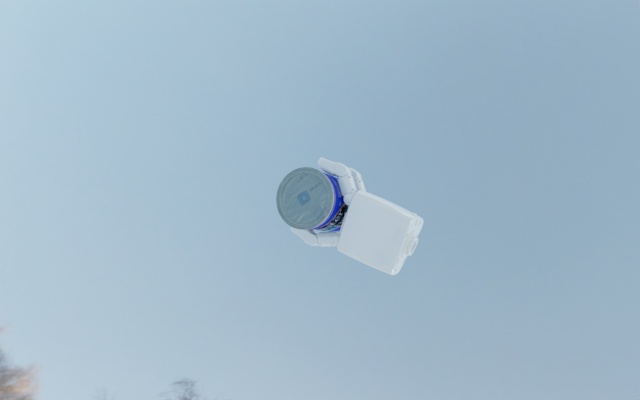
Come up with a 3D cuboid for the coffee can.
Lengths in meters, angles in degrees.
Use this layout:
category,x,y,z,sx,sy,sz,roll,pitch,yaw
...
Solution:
category,x,y,z,sx,sy,sz,roll,pitch,yaw
coffee can,0.000,0.003,0.838,0.103,0.103,0.140,0,-5,23
